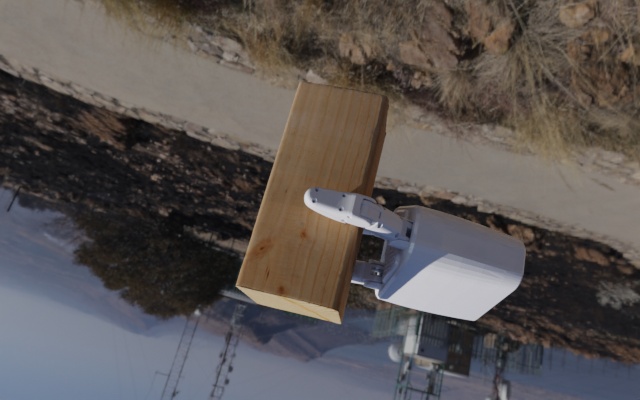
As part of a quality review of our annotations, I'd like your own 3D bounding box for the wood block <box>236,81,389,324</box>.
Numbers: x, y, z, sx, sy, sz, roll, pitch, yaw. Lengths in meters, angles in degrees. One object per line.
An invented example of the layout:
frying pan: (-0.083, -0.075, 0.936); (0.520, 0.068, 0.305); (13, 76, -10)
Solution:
wood block: (0.000, 0.002, 0.462); (0.090, 0.206, 0.091); (12, -20, 9)
